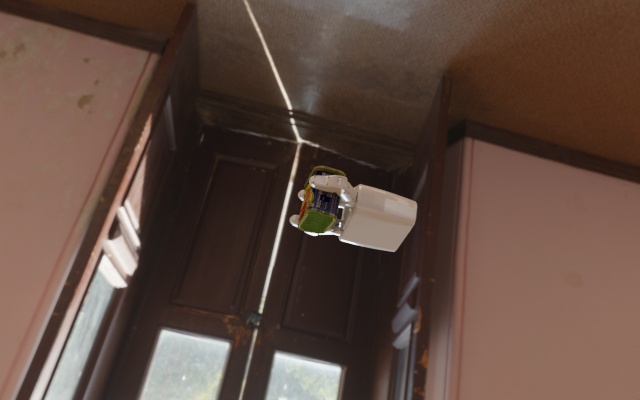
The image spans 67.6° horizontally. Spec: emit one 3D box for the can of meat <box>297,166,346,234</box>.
[{"bbox_3d":[0.000,0.003,0.817,0.057,0.084,0.102,16,-26,-9],"label":"can of meat"}]
